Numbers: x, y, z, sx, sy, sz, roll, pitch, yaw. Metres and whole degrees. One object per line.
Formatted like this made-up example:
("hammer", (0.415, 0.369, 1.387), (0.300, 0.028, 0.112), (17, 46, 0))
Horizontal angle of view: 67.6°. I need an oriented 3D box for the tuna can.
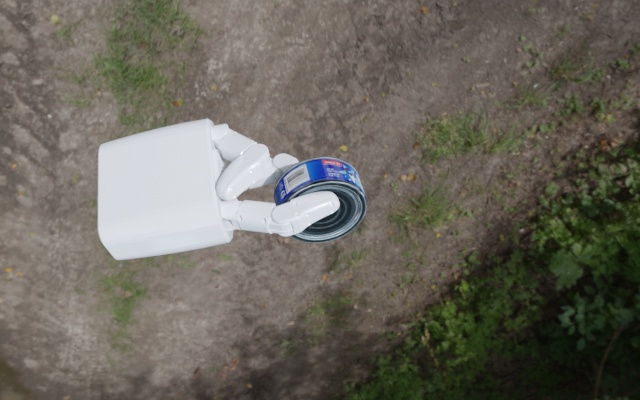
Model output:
("tuna can", (0.000, 0.002, 0.454), (0.086, 0.086, 0.033), (-8, 46, -8))
